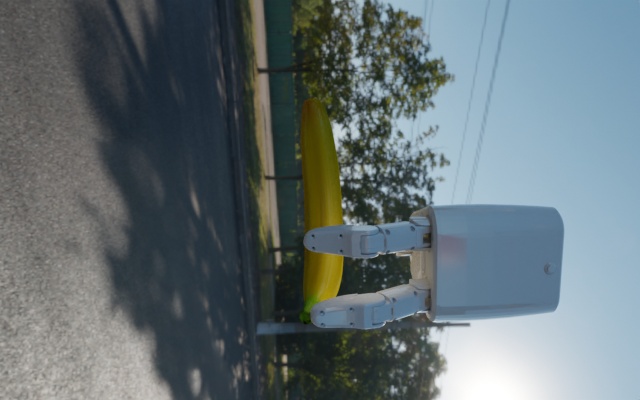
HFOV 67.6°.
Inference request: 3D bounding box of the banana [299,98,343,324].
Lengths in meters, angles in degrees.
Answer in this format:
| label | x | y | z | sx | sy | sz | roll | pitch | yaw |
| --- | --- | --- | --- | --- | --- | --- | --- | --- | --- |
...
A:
| label | x | y | z | sx | sy | sz | roll | pitch | yaw |
| --- | --- | --- | --- | --- | --- | --- | --- | --- | --- |
| banana | 0.001 | 0.009 | 0.433 | 0.037 | 0.197 | 0.070 | -2 | -14 | 3 |
